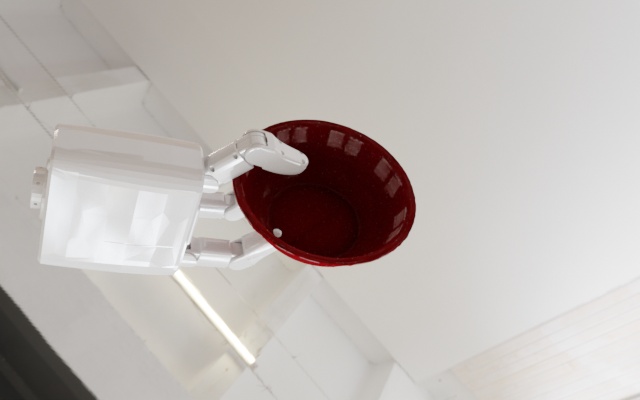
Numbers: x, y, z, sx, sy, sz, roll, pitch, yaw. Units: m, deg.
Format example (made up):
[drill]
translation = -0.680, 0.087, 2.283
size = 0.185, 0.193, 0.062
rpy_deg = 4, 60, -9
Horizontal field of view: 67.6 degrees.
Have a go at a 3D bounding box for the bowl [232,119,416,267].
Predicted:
[bowl]
translation = 0.001, 0.002, 0.428
size = 0.162, 0.162, 0.055
rpy_deg = 0, -38, -16
